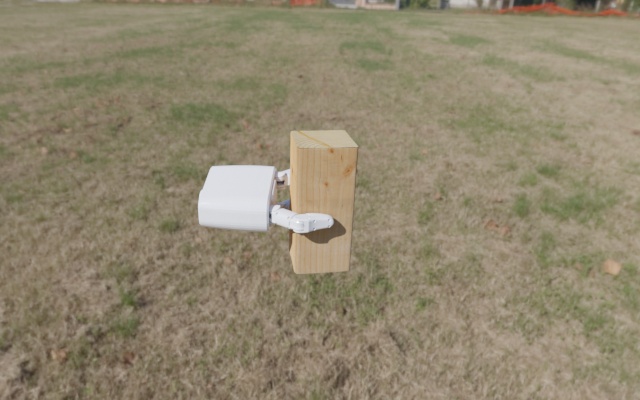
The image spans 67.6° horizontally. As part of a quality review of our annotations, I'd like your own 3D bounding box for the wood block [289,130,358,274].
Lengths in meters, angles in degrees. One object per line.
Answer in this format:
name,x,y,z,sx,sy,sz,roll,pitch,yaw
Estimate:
wood block,0.000,0.002,0.749,0.090,0.206,0.090,-2,24,-10
